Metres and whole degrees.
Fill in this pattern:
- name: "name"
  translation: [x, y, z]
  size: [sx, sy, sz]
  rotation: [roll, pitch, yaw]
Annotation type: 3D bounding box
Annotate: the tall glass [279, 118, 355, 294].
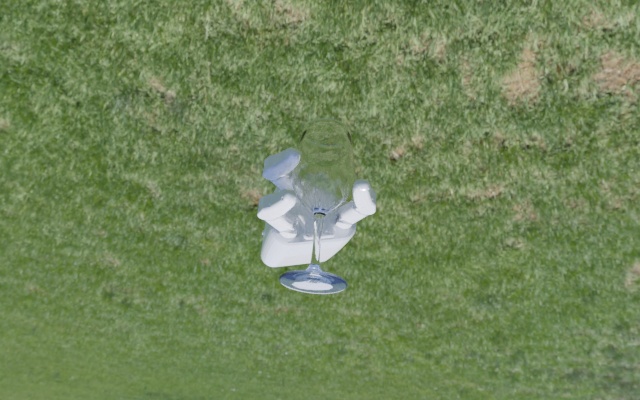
- name: "tall glass"
  translation: [0.000, 0.002, 0.561]
  size: [0.079, 0.201, 0.079]
  rotation: [4, -27, 2]
